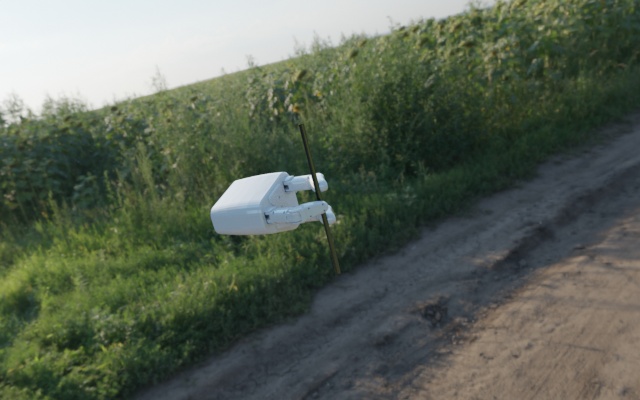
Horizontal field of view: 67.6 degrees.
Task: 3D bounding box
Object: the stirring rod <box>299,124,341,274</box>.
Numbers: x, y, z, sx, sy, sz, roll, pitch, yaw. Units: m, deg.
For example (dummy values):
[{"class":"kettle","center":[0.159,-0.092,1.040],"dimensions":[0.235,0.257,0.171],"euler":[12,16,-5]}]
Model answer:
[{"class":"stirring rod","center":[0.000,0.002,0.724],"dimensions":[0.011,0.239,0.011],"euler":[-13,15,4]}]
